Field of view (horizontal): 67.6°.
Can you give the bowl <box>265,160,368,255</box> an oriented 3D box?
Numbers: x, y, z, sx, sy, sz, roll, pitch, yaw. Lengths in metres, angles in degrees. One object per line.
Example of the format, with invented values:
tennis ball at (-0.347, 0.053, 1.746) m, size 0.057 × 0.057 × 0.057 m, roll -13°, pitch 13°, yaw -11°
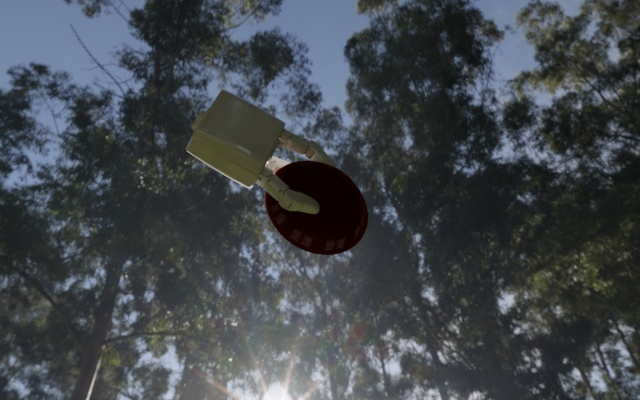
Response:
bowl at (0.001, 0.003, 0.727) m, size 0.162 × 0.162 × 0.055 m, roll 0°, pitch 29°, yaw 22°
